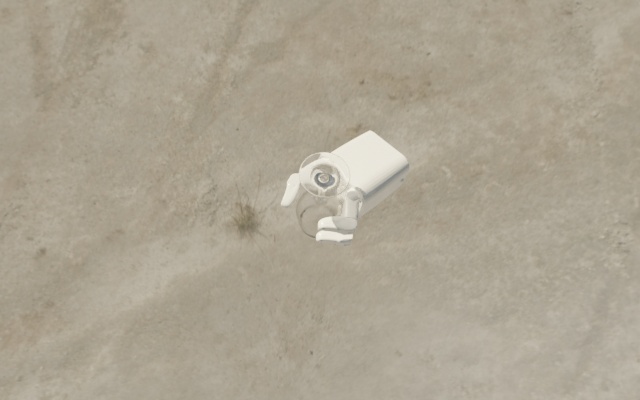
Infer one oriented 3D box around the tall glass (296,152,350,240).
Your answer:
[{"bbox_3d":[0.000,0.002,0.775,0.079,0.079,0.201,0,-24,-4],"label":"tall glass"}]
